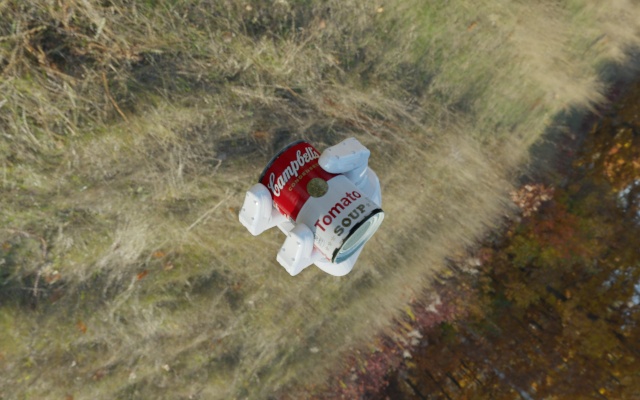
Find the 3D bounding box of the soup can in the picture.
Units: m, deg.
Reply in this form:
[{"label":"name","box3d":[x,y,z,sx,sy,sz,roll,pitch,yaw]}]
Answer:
[{"label":"soup can","box3d":[0.000,0.001,0.441,0.102,0.068,0.068,43,17,19]}]
